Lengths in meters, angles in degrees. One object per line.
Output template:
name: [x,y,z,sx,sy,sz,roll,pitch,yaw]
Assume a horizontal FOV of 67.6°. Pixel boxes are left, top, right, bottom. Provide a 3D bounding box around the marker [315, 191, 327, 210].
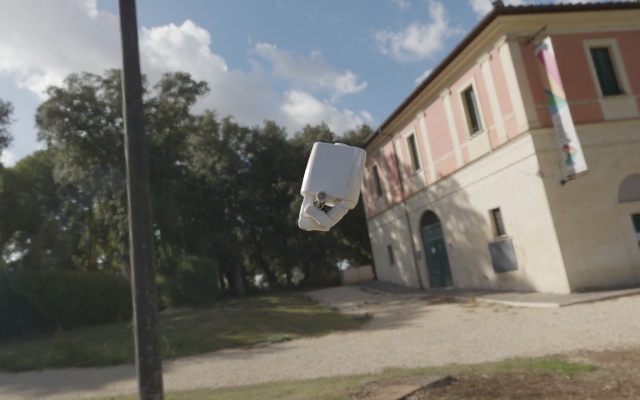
marker: [0.000,0.003,0.891,0.020,0.020,0.121,0,-10,-2]
